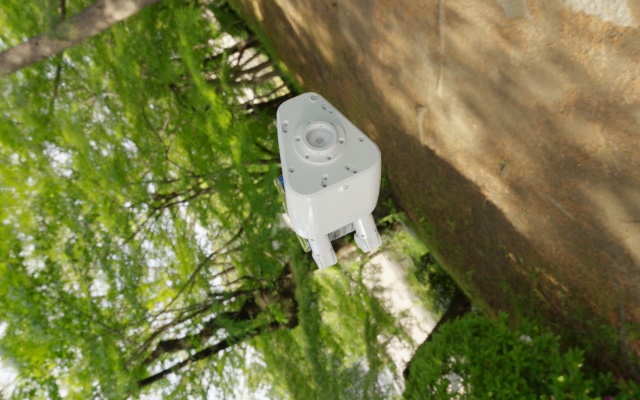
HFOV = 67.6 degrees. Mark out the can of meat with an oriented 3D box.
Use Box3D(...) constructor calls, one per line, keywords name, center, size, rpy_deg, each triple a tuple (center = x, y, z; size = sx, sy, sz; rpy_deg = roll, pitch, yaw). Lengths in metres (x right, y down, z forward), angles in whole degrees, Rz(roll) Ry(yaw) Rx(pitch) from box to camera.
Box3D(name="can of meat", center=(0.000, 0.002, 0.583), size=(0.084, 0.102, 0.057), rpy_deg=(-24, -19, -8))
